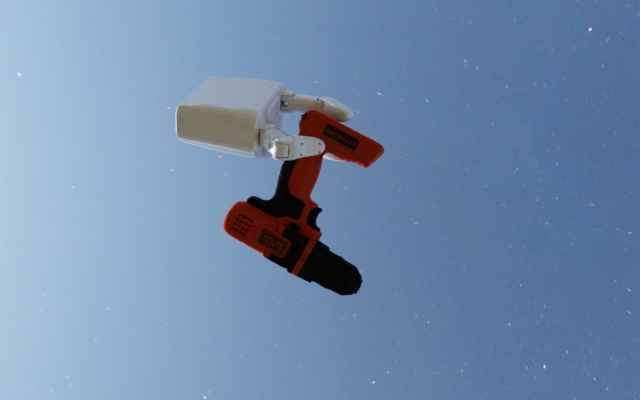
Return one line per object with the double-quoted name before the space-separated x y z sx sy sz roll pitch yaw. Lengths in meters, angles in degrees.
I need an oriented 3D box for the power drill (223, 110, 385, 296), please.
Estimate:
"power drill" 0.000 0.001 0.574 0.184 0.187 0.057 29 2 -1
